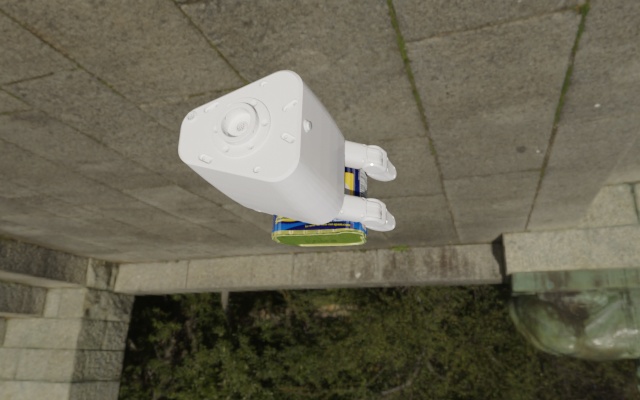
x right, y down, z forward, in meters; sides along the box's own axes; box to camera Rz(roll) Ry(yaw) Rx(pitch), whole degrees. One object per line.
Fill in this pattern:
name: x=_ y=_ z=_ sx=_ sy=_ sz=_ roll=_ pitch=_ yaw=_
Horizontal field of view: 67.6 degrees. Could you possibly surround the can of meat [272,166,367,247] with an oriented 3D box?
can of meat: x=0.000 y=0.002 z=0.501 sx=0.102 sy=0.084 sz=0.057 roll=-3 pitch=-19 yaw=15
